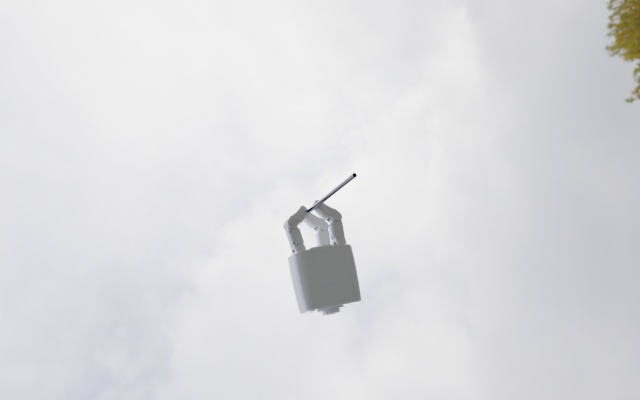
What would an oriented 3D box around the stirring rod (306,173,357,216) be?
[{"bbox_3d":[0.000,0.003,0.853,0.011,0.011,0.240,0,-21,-29],"label":"stirring rod"}]
